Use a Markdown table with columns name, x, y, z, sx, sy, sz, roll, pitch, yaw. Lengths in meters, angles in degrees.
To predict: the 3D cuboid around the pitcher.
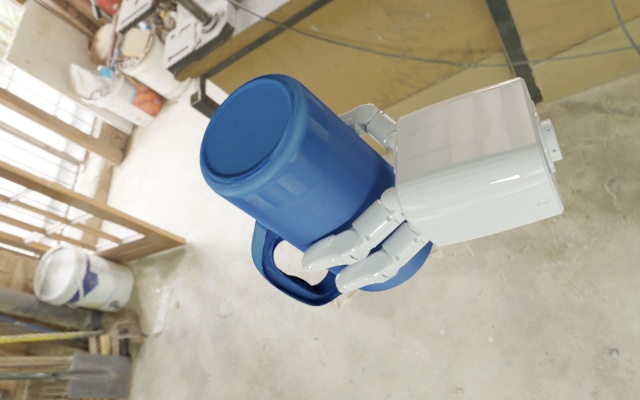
| name | x | y | z | sx | sy | sz | roll | pitch | yaw |
| --- | --- | --- | --- | --- | --- | --- | --- | --- | --- |
| pitcher | 0.000 | 0.001 | 0.451 | 0.145 | 0.149 | 0.243 | -16 | -31 | 28 |
